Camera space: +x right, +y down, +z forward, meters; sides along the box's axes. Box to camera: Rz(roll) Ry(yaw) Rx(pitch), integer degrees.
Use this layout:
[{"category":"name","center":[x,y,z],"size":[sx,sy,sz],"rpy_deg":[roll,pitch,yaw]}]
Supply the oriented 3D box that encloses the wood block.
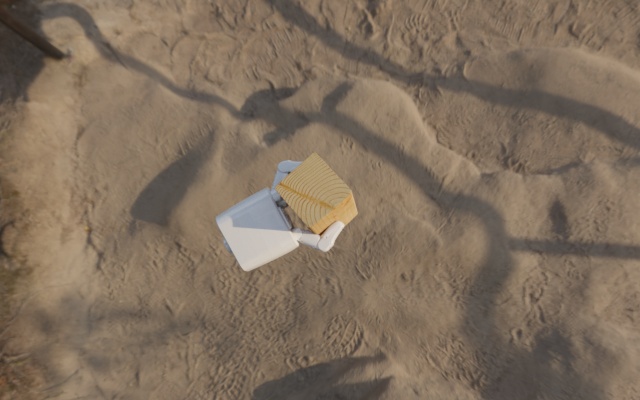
[{"category":"wood block","center":[0.000,0.003,0.841],"size":[0.090,0.091,0.206],"rpy_deg":[-41,-13,-2]}]
